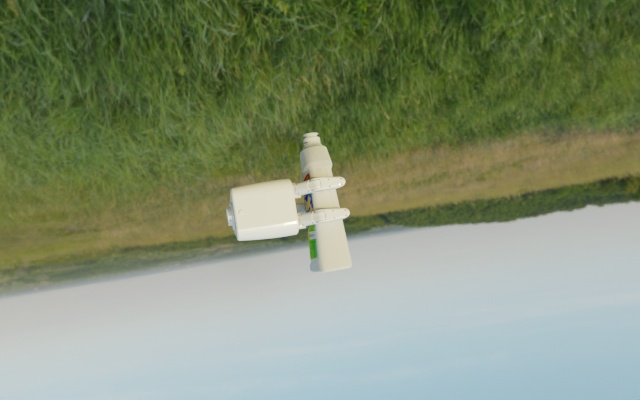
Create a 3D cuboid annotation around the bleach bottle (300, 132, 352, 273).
[{"bbox_3d":[0.000,0.003,0.876,0.068,0.251,0.102,-8,-5,-14],"label":"bleach bottle"}]
